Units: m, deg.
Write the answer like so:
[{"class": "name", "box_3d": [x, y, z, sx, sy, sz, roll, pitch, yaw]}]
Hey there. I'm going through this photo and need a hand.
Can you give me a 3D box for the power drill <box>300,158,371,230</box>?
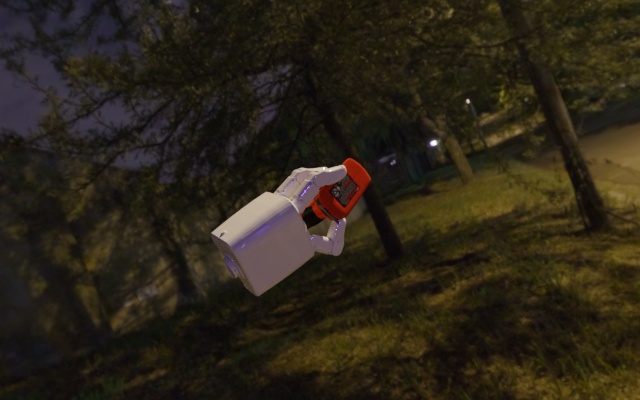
[{"class": "power drill", "box_3d": [0.000, 0.003, 0.793, 0.188, 0.057, 0.184, -36, 14, 51]}]
